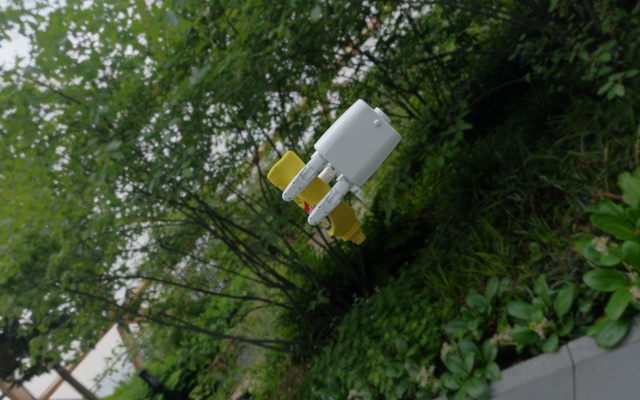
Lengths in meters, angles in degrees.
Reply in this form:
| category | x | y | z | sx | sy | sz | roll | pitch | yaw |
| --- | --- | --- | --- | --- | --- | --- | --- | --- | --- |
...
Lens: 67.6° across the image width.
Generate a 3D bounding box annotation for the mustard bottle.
| category | x | y | z | sx | sy | sz | roll | pitch | yaw |
| --- | --- | --- | --- | --- | --- | --- | --- | --- | --- |
| mustard bottle | 0.000 | 0.003 | 0.795 | 0.191 | 0.058 | 0.096 | 42 | -16 | -3 |
